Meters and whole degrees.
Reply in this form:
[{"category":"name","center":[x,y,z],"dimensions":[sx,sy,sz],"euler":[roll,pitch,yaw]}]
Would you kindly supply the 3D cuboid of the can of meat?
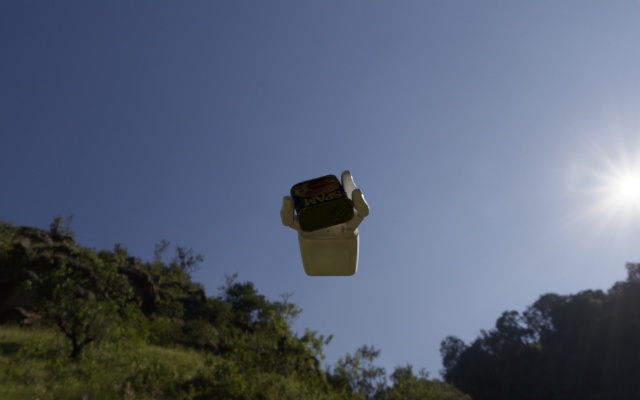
[{"category":"can of meat","center":[0.000,0.003,0.877],"dimensions":[0.102,0.057,0.084],"euler":[-14,40,-8]}]
